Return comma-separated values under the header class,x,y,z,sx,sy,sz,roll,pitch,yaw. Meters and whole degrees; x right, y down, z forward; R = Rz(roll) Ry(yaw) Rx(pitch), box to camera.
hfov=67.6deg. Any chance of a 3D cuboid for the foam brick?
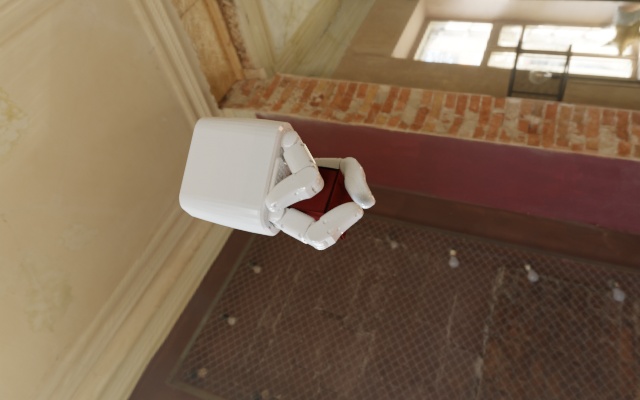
class,x,y,z,sx,sy,sz,roll,pitch,yaw
foam brick,0.000,0.002,0.519,0.051,0.053,0.078,9,-22,21
